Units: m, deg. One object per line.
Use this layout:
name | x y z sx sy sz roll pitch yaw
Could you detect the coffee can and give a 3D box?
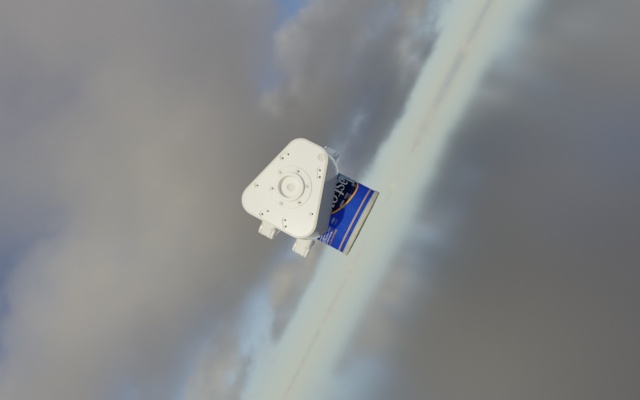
coffee can | 0.000 0.002 0.693 0.140 0.103 0.103 27 3 7
